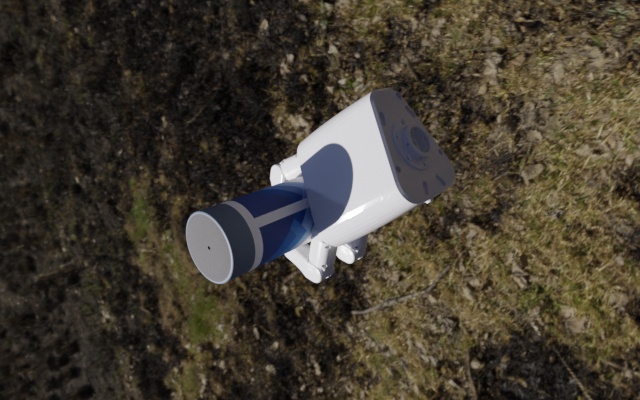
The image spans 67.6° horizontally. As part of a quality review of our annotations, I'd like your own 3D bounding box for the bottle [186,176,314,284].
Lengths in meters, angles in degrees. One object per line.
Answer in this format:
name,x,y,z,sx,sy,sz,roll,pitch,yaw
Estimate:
bottle,0.000,0.002,0.513,0.069,0.069,0.295,0,15,43
